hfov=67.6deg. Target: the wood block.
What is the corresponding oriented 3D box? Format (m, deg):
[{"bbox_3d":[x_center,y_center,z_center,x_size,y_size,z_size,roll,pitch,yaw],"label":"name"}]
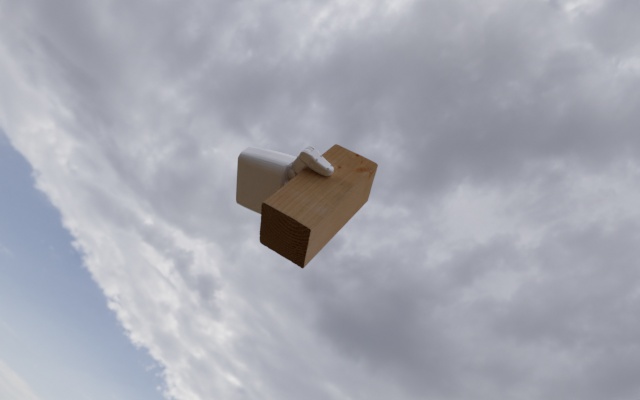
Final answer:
[{"bbox_3d":[0.000,0.002,0.785,0.090,0.091,0.206,28,45,20],"label":"wood block"}]
